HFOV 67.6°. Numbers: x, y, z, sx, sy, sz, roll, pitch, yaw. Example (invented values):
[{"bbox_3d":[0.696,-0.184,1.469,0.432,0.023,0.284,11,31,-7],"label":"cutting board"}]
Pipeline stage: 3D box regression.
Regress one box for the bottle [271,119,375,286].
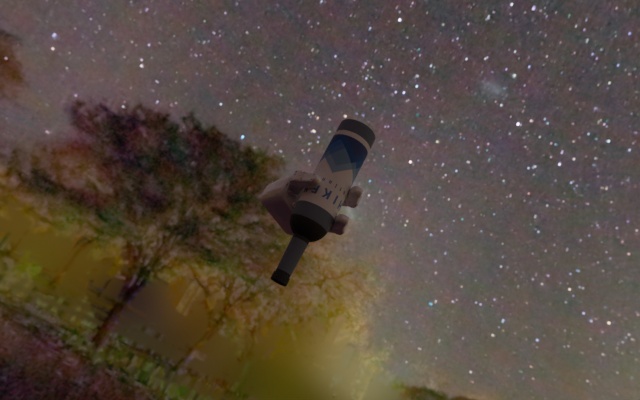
[{"bbox_3d":[0.000,0.002,0.777,0.069,0.295,0.069,24,-20,9],"label":"bottle"}]
